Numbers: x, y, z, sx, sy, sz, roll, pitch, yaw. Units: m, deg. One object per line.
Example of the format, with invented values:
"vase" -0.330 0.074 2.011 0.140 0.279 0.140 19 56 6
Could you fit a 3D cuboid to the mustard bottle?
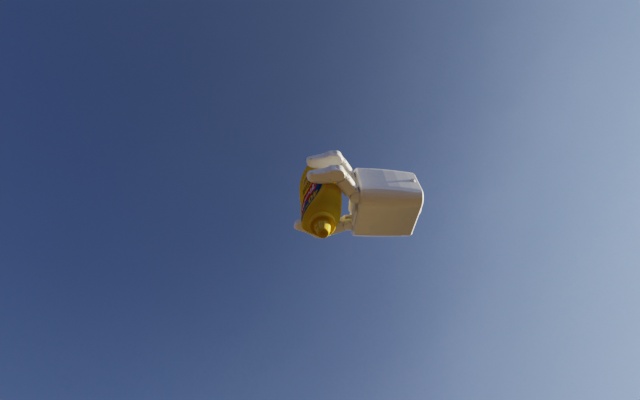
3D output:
"mustard bottle" 0.000 0.002 0.800 0.058 0.096 0.191 24 26 -16
